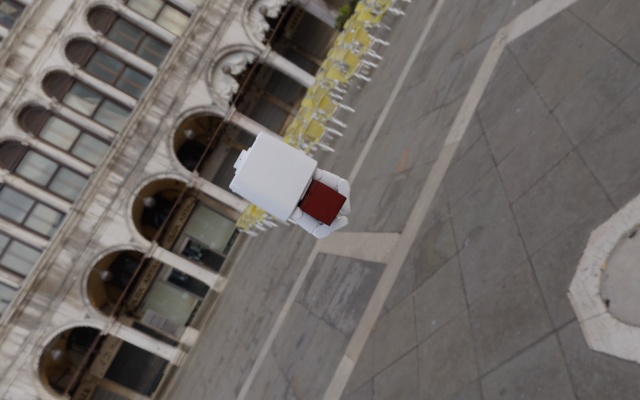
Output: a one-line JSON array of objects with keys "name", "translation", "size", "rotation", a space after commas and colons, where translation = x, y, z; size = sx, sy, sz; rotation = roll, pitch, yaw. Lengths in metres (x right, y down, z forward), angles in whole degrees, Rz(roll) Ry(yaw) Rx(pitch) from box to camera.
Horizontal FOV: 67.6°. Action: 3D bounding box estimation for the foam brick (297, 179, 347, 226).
[{"name": "foam brick", "translation": [0.000, 0.002, 0.752], "size": [0.051, 0.053, 0.078], "rotation": [31, -1, -10]}]
